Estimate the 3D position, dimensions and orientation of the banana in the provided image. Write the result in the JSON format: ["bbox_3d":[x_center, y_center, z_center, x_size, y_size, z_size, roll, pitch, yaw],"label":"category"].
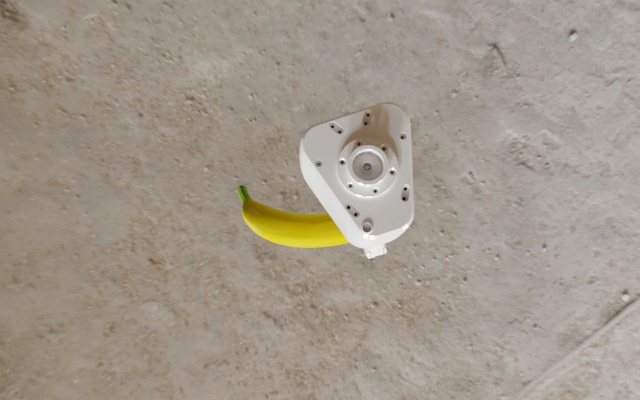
[{"bbox_3d":[-0.005,0.020,0.537,0.198,0.069,0.037,4,-13,7],"label":"banana"}]
